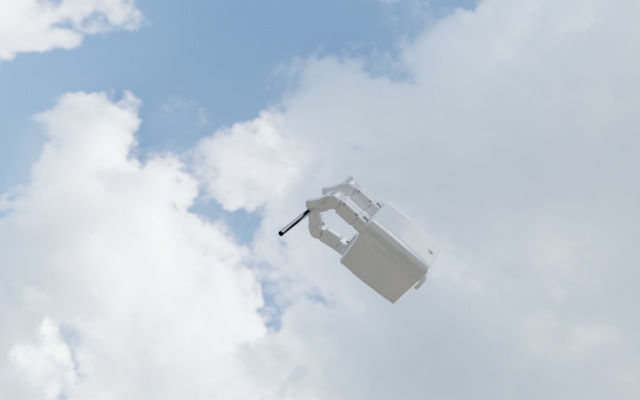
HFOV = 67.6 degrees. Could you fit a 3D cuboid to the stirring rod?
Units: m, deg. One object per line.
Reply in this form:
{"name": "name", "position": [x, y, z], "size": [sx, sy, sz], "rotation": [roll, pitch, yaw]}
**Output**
{"name": "stirring rod", "position": [0.000, 0.003, 0.731], "size": [0.011, 0.011, 0.239], "rotation": [0, 20, 28]}
